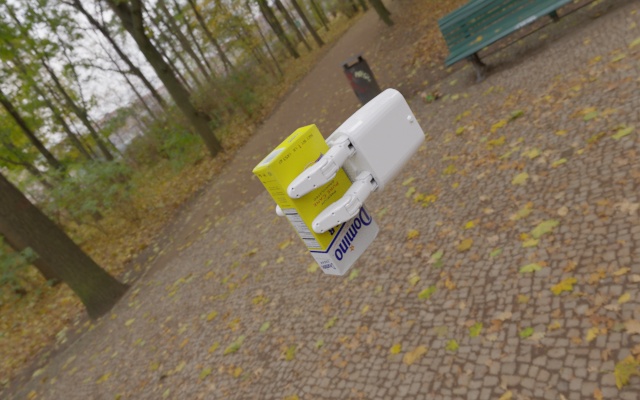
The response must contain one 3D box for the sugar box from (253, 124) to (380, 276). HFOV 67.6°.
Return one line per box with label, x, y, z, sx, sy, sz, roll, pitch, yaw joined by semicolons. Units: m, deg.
sugar box;0.000;0.002;0.614;0.093;0.176;0.048;-46;21;-29
